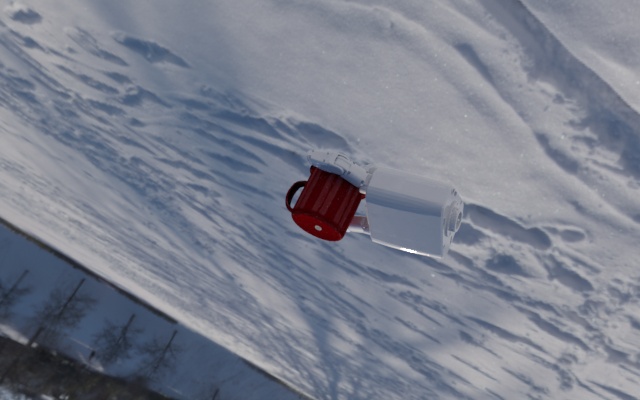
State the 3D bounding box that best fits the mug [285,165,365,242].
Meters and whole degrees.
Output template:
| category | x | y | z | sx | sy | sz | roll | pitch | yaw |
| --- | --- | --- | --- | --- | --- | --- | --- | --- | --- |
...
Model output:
| category | x | y | z | sx | sy | sz | roll | pitch | yaw |
| --- | --- | --- | --- | --- | --- | --- | --- | --- | --- |
| mug | -0.001 | 0.002 | 0.684 | 0.117 | 0.081 | 0.093 | 14 | -26 | 28 |
